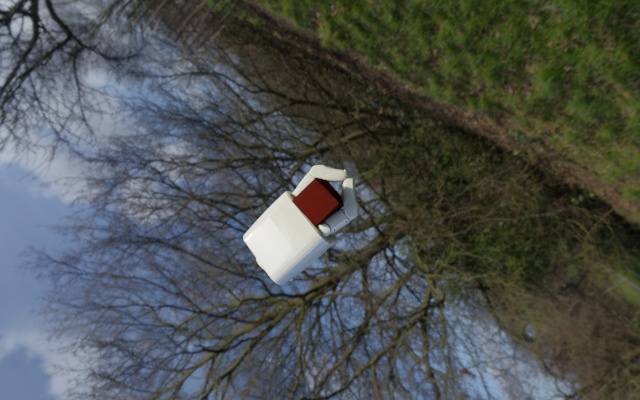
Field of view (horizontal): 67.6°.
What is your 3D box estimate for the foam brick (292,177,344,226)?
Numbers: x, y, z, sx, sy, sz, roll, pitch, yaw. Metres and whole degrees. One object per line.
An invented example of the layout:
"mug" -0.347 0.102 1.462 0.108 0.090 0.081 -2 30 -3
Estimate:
"foam brick" 0.000 0.002 0.719 0.051 0.053 0.078 -43 -8 8
